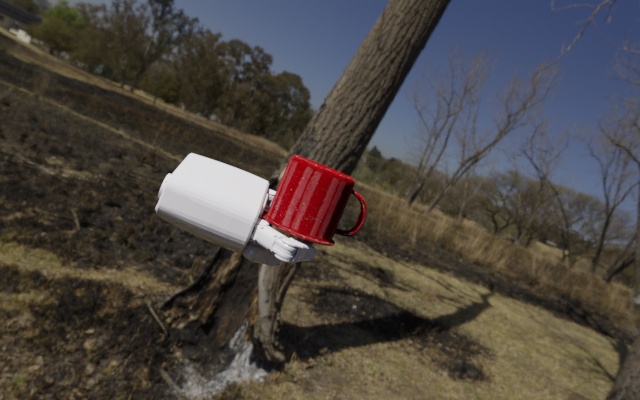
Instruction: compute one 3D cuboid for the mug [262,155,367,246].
[{"bbox_3d":[0.002,0.002,0.564,0.117,0.081,0.093,22,5,-9],"label":"mug"}]
